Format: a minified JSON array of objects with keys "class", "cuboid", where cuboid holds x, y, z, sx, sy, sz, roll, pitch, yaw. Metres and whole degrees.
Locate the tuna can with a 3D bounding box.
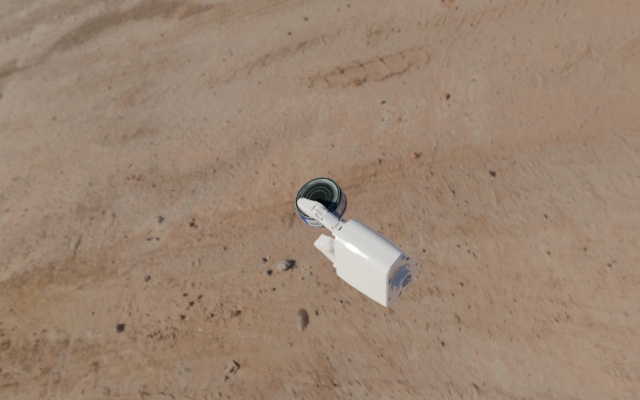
[{"class":"tuna can","cuboid":[0.000,0.002,0.822,0.086,0.086,0.034,0,-31,24]}]
